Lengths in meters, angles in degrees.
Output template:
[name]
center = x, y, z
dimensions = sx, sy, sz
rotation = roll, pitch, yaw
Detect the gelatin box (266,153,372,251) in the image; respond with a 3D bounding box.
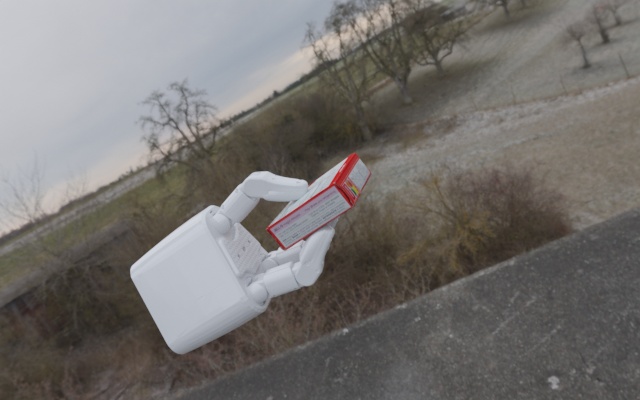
[gelatin box]
center = 0.000, 0.001, 0.446
dimensions = 0.089, 0.030, 0.073
rotation = -35, 10, 30
